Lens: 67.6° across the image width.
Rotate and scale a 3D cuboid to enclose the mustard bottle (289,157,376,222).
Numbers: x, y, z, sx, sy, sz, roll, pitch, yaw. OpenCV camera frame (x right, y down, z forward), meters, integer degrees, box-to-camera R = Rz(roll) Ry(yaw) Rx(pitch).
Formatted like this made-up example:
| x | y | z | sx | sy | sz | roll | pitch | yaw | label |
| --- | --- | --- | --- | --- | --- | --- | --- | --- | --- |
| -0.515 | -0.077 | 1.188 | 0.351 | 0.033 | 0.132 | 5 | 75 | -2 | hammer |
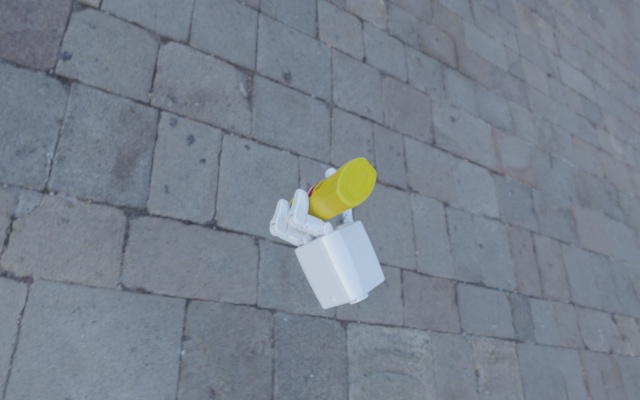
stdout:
| x | y | z | sx | sy | sz | roll | pitch | yaw | label |
| --- | --- | --- | --- | --- | --- | --- | --- | --- | --- |
| 0.000 | 0.002 | 0.759 | 0.192 | 0.058 | 0.096 | -30 | 17 | 48 | mustard bottle |
